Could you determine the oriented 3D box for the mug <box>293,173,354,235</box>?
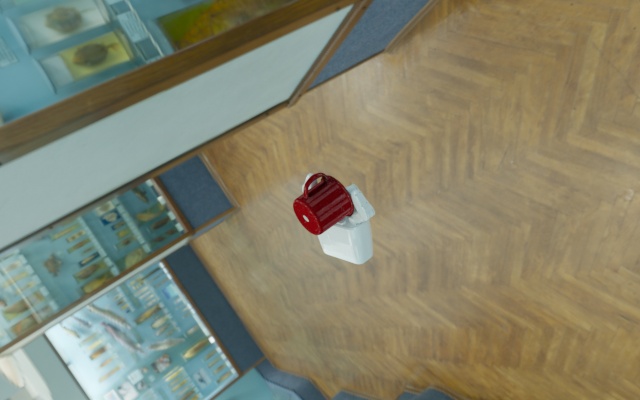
[{"bbox_3d":[0.000,0.002,0.891,0.081,0.117,0.093,-36,42,-24],"label":"mug"}]
